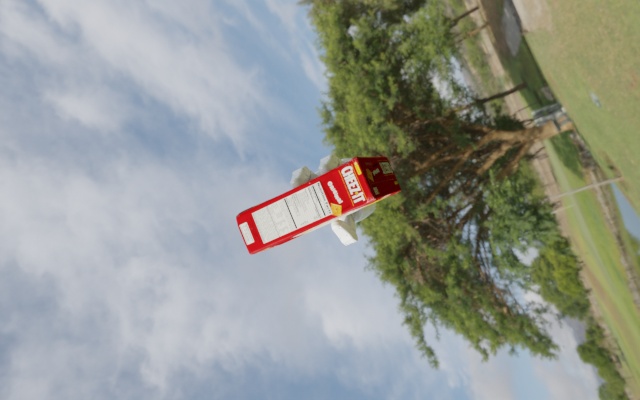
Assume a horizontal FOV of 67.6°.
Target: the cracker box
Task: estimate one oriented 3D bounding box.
[{"bbox_3d":[0.000,0.003,0.740,0.214,0.072,0.164,-25,-4,22],"label":"cracker box"}]
